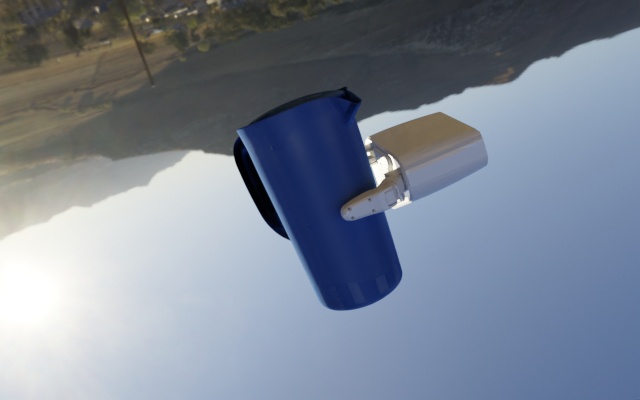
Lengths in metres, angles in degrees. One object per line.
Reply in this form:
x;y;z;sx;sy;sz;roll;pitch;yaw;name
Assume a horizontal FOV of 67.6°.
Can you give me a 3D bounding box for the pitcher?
0.000;0.002;0.565;0.145;0.243;0.149;-23;12;-10;pitcher
